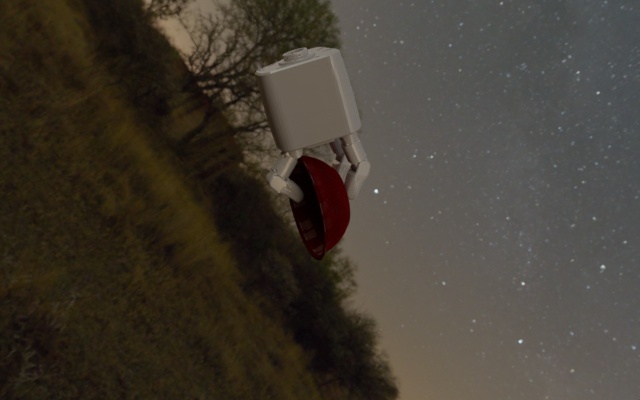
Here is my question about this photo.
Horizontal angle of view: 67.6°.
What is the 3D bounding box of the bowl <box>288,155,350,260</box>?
[{"bbox_3d":[0.001,0.003,0.693,0.055,0.162,0.162,-14,4,-17],"label":"bowl"}]
